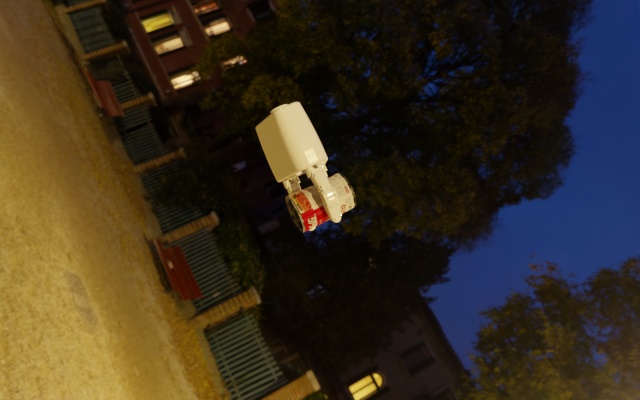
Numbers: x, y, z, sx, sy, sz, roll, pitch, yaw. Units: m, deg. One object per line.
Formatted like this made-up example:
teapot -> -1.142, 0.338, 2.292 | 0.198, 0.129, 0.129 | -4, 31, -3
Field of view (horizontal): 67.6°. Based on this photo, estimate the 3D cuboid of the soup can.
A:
soup can -> 0.001, 0.003, 0.812 | 0.102, 0.068, 0.068 | -25, 7, -15
